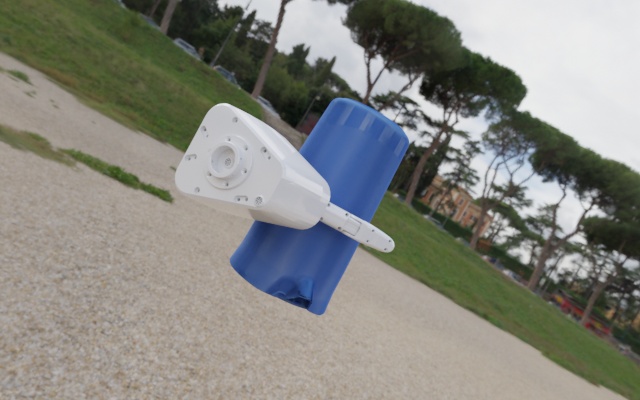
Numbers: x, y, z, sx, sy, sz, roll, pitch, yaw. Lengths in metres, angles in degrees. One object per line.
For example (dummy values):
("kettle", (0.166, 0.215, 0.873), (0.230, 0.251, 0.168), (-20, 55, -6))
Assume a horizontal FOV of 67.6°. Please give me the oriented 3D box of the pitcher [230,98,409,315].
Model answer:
("pitcher", (0.000, 0.002, 0.590), (0.149, 0.243, 0.145), (31, 2, 23))
